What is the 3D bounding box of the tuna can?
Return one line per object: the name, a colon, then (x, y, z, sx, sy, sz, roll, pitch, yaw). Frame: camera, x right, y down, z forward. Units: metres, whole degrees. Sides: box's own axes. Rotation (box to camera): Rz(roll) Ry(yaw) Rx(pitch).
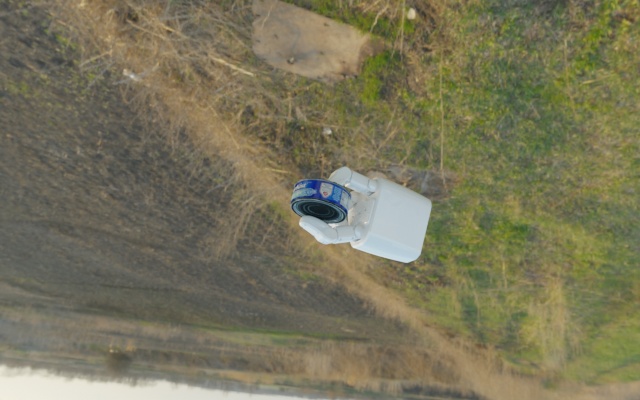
tuna can: (0.000, 0.003, 0.692, 0.086, 0.033, 0.086, 10, -24, 5)
